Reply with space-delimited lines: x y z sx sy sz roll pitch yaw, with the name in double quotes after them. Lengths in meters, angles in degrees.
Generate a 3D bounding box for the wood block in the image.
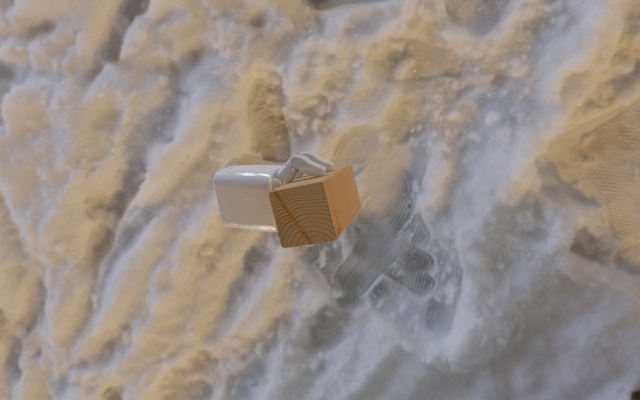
0.000 0.003 0.797 0.090 0.091 0.206 -10 9 17 "wood block"
